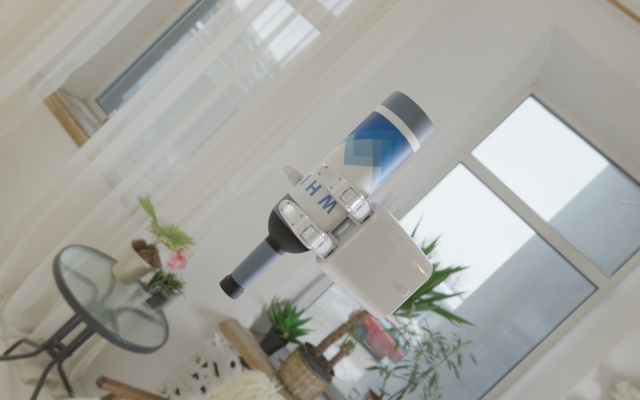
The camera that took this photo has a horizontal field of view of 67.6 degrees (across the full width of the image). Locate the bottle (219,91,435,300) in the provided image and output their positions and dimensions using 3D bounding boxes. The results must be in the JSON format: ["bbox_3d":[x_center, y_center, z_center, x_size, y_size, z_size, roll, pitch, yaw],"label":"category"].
[{"bbox_3d":[0.000,0.002,0.543,0.296,0.069,0.069,-44,-1,1],"label":"bottle"}]
